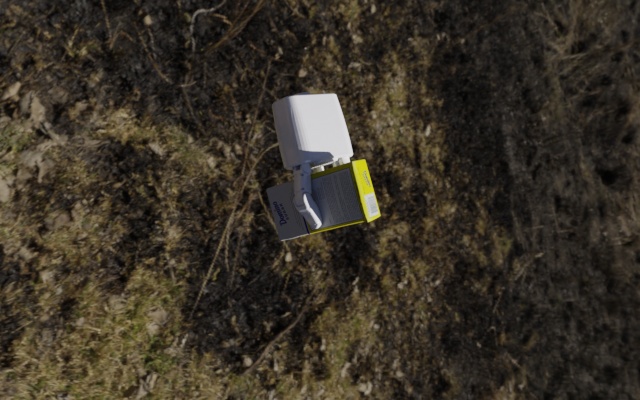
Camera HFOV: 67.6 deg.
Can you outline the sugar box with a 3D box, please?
[{"bbox_3d":[0.000,0.002,0.757,0.176,0.093,0.048,-14,0,38],"label":"sugar box"}]
